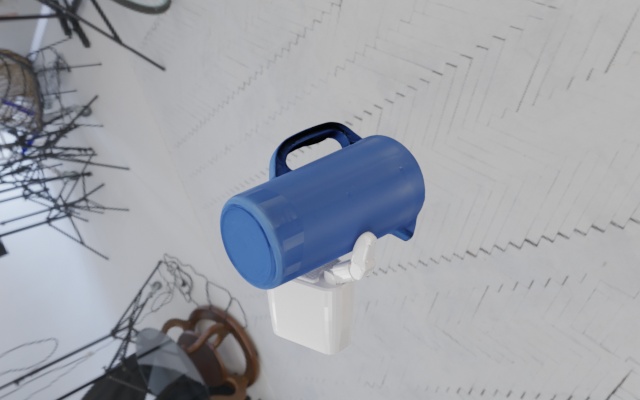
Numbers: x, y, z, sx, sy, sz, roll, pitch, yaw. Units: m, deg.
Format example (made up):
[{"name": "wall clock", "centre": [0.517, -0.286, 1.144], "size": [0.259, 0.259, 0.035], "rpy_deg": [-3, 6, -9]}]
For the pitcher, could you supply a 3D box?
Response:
[{"name": "pitcher", "centre": [0.000, 0.002, 0.580], "size": [0.149, 0.145, 0.243], "rpy_deg": [23, 34, 40]}]
